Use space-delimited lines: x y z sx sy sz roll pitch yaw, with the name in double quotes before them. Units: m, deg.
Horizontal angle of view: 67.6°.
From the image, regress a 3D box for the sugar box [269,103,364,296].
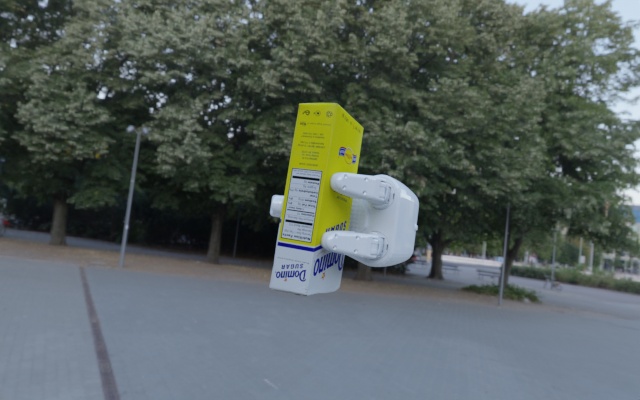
"sugar box" 0.001 0.001 0.470 0.048 0.176 0.093 5 -4 22
